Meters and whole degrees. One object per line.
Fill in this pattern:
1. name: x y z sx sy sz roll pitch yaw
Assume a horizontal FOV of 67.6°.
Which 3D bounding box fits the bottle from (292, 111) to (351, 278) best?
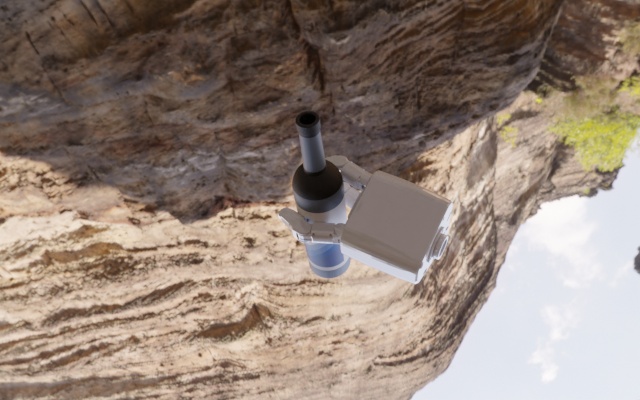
1. bottle: 0.000 0.002 0.642 0.069 0.069 0.296 0 -39 7
